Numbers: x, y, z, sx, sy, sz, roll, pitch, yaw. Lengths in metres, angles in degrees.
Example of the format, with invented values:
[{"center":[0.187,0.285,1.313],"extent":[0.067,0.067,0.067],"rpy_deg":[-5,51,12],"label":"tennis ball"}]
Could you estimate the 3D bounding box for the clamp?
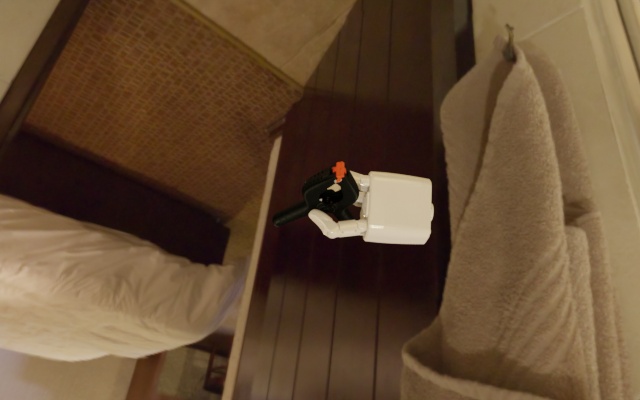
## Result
[{"center":[0.000,0.003,0.813],"extent":[0.164,0.036,0.210],"rpy_deg":[3,-30,-4],"label":"clamp"}]
